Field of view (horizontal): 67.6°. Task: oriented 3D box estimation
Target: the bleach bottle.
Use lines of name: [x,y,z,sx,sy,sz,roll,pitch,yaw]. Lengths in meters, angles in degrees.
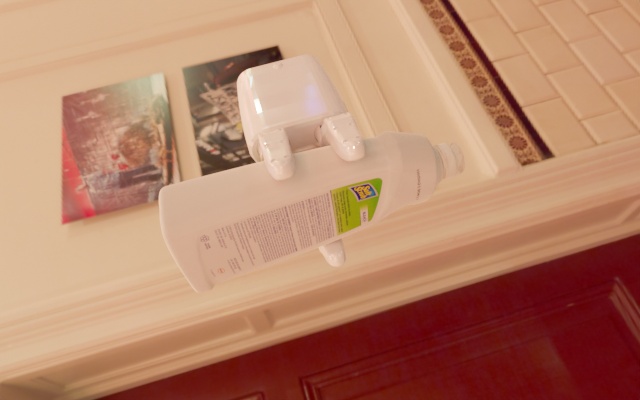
bleach bottle: [0.000,0.001,0.412,0.251,0.068,0.103,-15,-39,-5]
